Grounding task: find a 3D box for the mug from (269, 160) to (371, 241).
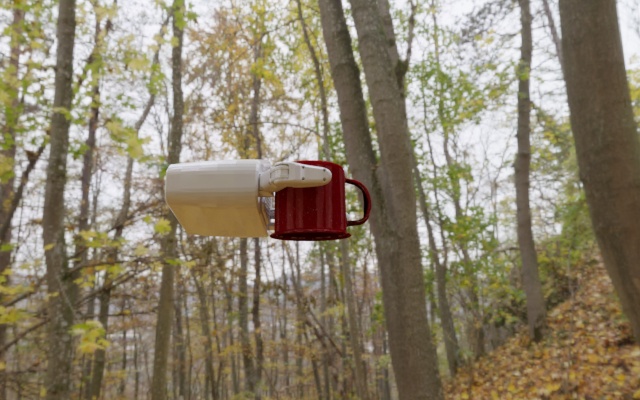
[{"bbox_3d":[0.002,0.002,0.550,0.117,0.081,0.093,-1,-11,1],"label":"mug"}]
